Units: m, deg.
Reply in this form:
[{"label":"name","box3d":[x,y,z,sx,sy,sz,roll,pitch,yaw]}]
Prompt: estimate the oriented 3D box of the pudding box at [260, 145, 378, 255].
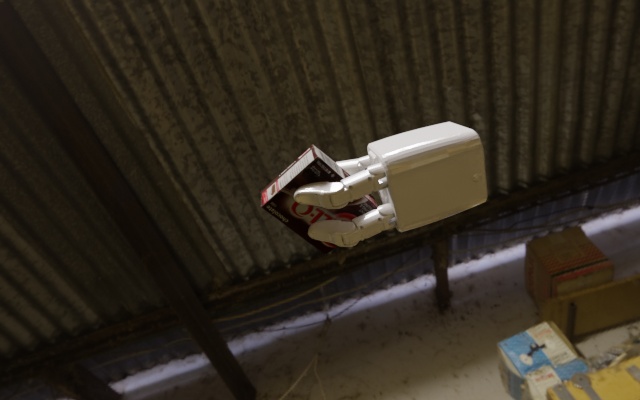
[{"label":"pudding box","box3d":[0.000,0.002,0.560,0.113,0.090,0.039,40,19,-28]}]
